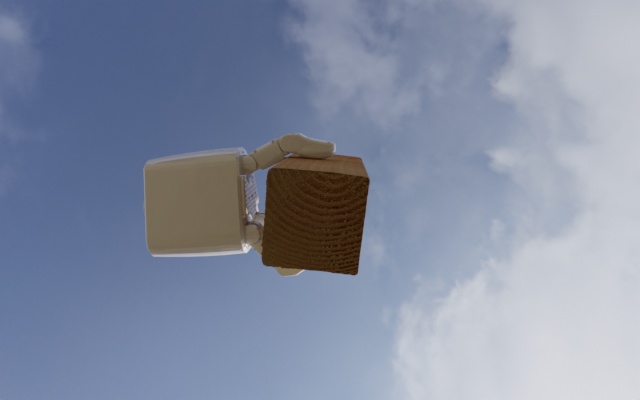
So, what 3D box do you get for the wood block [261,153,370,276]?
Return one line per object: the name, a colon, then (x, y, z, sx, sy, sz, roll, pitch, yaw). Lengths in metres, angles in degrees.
wood block: (0.000, 0.001, 0.515, 0.090, 0.091, 0.206, 6, 10, 2)
